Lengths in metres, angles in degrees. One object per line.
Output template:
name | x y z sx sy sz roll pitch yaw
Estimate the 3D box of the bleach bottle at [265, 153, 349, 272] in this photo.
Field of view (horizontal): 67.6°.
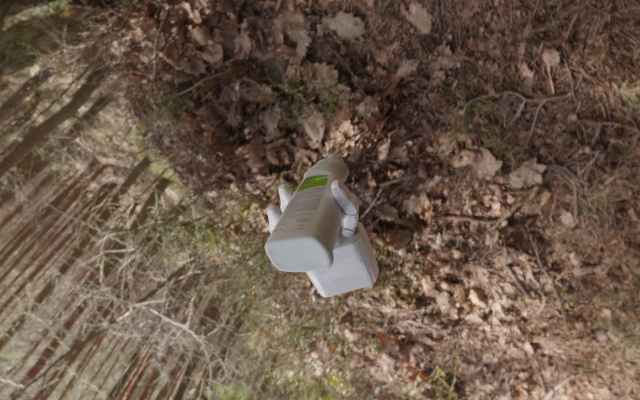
bleach bottle | 0.000 0.003 0.767 0.102 0.068 0.250 -9 35 26
